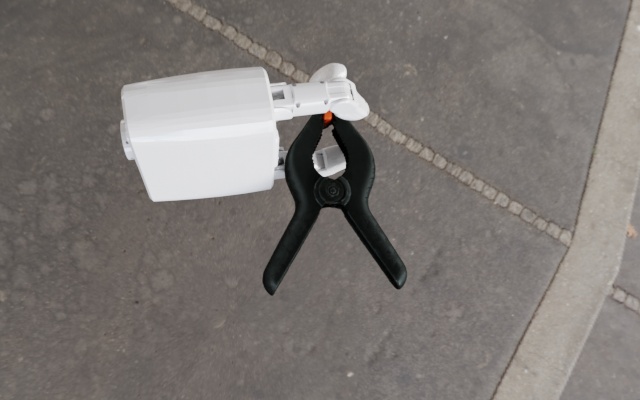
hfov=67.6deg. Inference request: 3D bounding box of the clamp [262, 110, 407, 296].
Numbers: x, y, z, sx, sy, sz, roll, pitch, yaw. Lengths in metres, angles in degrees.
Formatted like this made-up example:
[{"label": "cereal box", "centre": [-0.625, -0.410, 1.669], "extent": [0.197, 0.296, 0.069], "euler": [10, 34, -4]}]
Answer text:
[{"label": "clamp", "centre": [0.000, 0.001, 0.409], "extent": [0.120, 0.171, 0.039], "euler": [-9, -11, -13]}]
